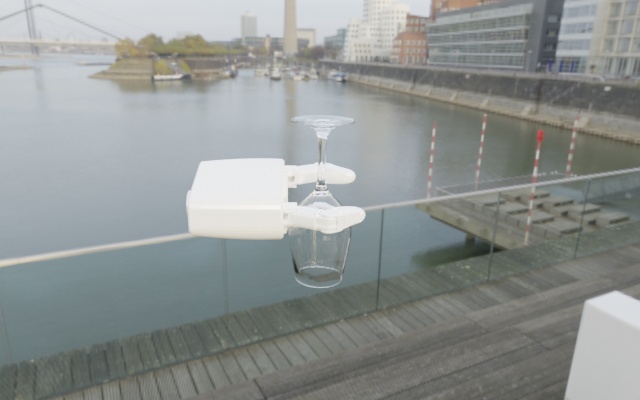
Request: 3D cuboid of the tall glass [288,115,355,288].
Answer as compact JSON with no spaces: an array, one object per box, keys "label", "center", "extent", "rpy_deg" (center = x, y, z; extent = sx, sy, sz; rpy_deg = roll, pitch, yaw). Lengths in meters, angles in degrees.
[{"label":"tall glass","center":[0.000,0.001,0.578],"extent":[0.079,0.201,0.079],"rpy_deg":[1,17,0]}]
